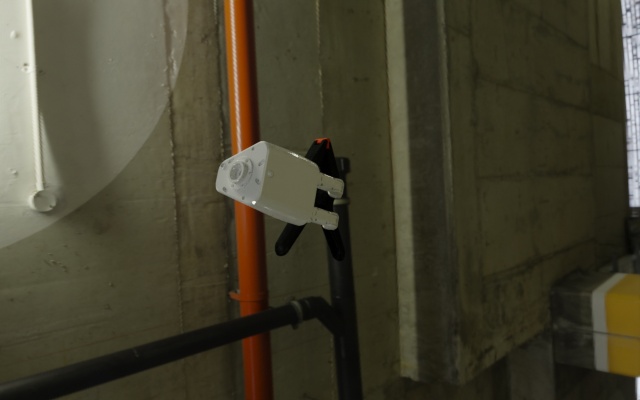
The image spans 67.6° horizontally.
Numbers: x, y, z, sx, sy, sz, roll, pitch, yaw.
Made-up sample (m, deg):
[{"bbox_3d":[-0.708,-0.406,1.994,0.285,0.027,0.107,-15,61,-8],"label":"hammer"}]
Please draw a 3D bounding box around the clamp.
[{"bbox_3d":[-0.001,0.002,0.800,0.036,0.210,0.164,0,-15,38],"label":"clamp"}]
